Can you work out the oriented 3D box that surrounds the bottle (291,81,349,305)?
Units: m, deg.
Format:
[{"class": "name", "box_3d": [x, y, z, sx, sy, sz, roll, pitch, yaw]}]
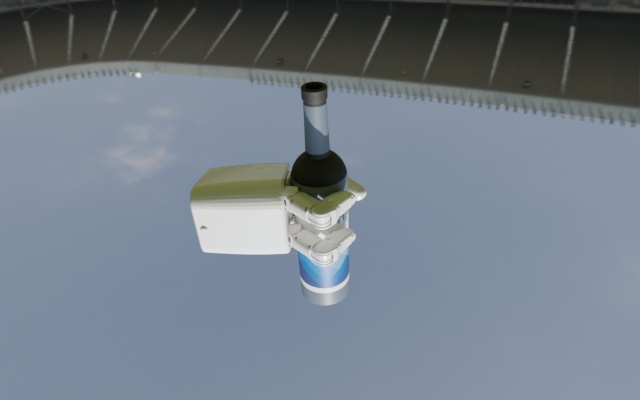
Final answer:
[{"class": "bottle", "box_3d": [0.000, 0.002, 0.575, 0.069, 0.296, 0.069, -2, 36, 2]}]
